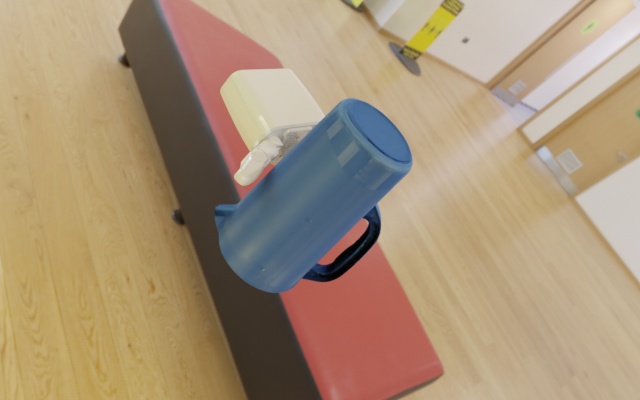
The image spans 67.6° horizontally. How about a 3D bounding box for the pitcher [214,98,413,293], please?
[{"bbox_3d":[0.000,0.002,0.581,0.149,0.145,0.243,-3,-34,-51],"label":"pitcher"}]
